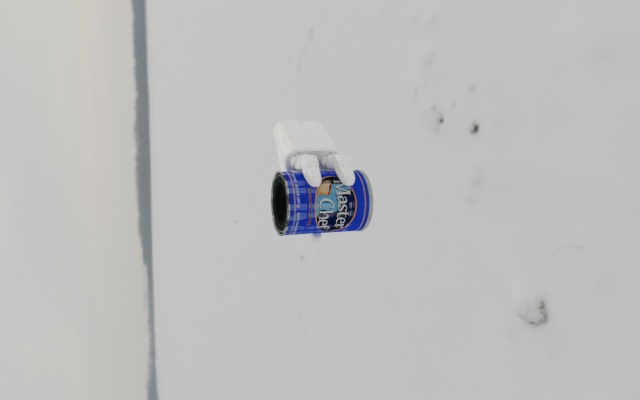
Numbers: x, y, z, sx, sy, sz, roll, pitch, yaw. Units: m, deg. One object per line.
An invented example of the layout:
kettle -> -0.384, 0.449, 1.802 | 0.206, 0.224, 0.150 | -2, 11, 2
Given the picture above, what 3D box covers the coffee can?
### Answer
coffee can -> 0.000, 0.003, 0.770 | 0.140, 0.103, 0.103 | -2, 1, -20
